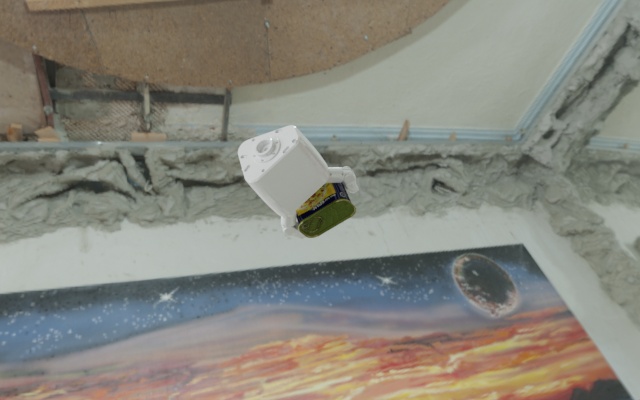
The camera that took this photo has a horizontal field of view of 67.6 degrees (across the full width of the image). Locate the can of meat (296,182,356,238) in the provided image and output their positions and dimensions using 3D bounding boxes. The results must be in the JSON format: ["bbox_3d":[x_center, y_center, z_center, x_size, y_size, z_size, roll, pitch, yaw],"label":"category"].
[{"bbox_3d":[0.000,0.002,0.838,0.102,0.084,0.057,-32,-39,13],"label":"can of meat"}]
